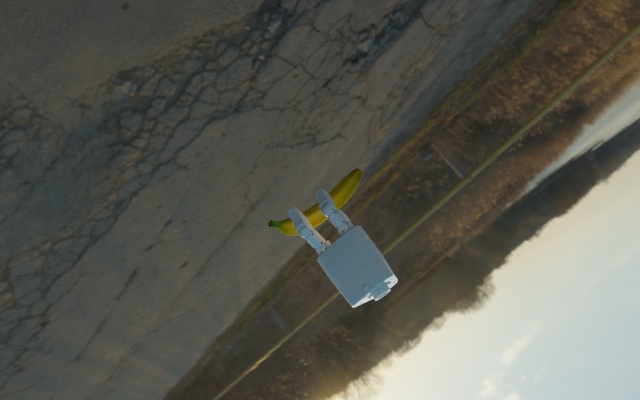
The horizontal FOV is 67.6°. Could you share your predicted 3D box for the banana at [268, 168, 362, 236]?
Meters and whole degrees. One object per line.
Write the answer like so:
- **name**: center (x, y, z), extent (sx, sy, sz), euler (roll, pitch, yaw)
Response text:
- **banana**: center (0.001, 0.013, 0.894), extent (0.198, 0.037, 0.070), euler (-33, -27, -5)
